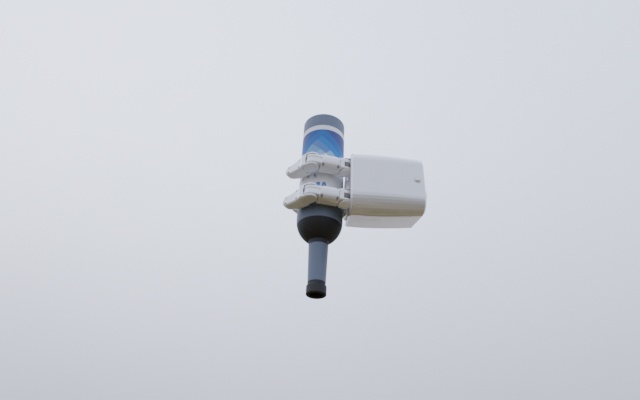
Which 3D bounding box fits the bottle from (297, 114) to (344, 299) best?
[{"bbox_3d":[0.000,0.002,0.709,0.069,0.295,0.069,2,-33,1],"label":"bottle"}]
